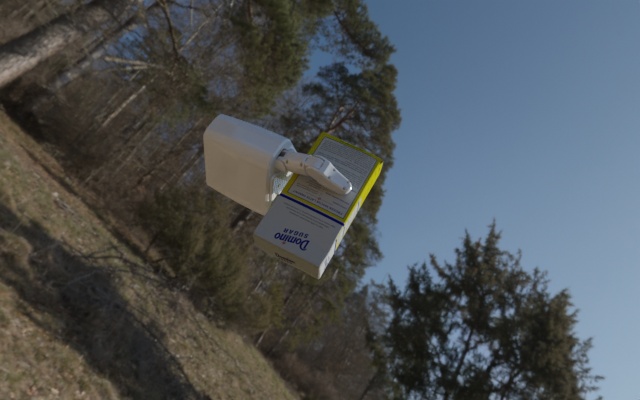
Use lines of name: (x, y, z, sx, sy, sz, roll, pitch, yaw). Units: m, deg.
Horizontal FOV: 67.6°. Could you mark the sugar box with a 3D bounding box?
sugar box: (0.000, 0.002, 0.605, 0.093, 0.176, 0.048, 26, -26, 13)
